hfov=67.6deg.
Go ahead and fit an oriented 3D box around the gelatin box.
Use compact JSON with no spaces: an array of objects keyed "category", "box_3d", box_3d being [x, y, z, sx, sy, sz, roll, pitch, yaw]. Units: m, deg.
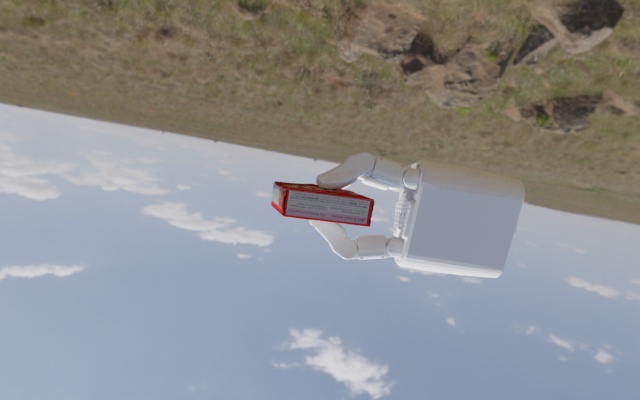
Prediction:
[{"category":"gelatin box","box_3d":[0.000,0.002,0.480,0.089,0.030,0.073,6,6,-15]}]
